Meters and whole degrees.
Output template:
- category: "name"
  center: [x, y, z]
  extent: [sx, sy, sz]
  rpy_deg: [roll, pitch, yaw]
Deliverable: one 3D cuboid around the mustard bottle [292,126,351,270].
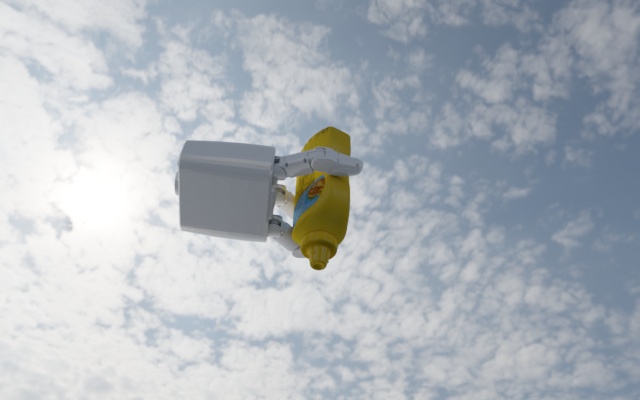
- category: "mustard bottle"
  center: [0.000, 0.002, 0.578]
  extent: [0.058, 0.191, 0.096]
  rpy_deg: [24, -48, -20]
